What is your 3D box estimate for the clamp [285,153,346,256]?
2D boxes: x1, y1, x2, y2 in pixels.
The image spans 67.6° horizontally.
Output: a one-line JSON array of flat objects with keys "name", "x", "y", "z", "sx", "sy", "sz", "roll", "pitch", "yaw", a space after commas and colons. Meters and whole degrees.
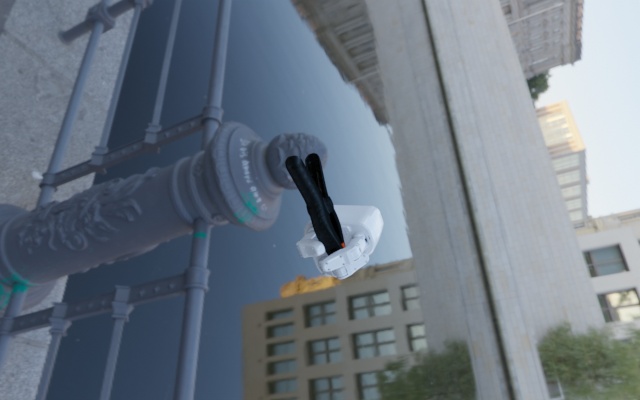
[{"name": "clamp", "x": 0.001, "y": 0.002, "z": 0.729, "sx": 0.039, "sy": 0.171, "sz": 0.120, "roll": -16, "pitch": 12, "yaw": 22}]
